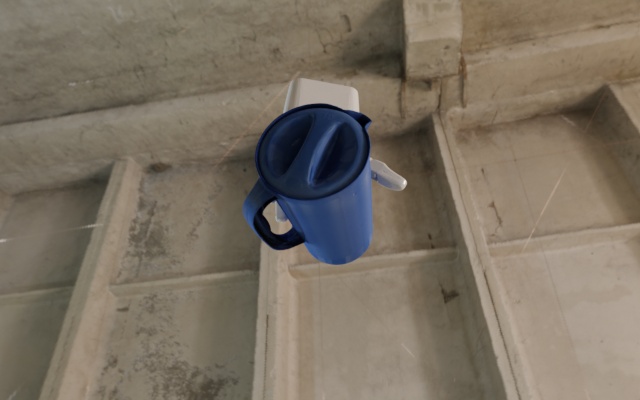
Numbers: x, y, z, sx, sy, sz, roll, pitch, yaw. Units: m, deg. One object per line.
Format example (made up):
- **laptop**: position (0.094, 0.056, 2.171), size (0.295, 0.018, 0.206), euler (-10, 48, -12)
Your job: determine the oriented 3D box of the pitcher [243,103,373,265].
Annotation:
- **pitcher**: position (0.000, 0.002, 0.637), size (0.149, 0.145, 0.243), euler (-1, -29, 10)
